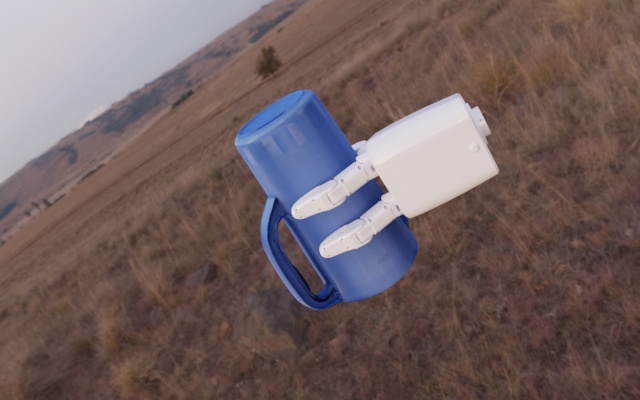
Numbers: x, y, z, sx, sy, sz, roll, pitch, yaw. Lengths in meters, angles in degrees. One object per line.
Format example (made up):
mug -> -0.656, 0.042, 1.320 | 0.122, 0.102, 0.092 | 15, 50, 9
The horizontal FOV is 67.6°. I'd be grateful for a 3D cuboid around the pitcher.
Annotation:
pitcher -> 0.000, 0.002, 0.574 | 0.145, 0.243, 0.149 | -26, 22, 20
